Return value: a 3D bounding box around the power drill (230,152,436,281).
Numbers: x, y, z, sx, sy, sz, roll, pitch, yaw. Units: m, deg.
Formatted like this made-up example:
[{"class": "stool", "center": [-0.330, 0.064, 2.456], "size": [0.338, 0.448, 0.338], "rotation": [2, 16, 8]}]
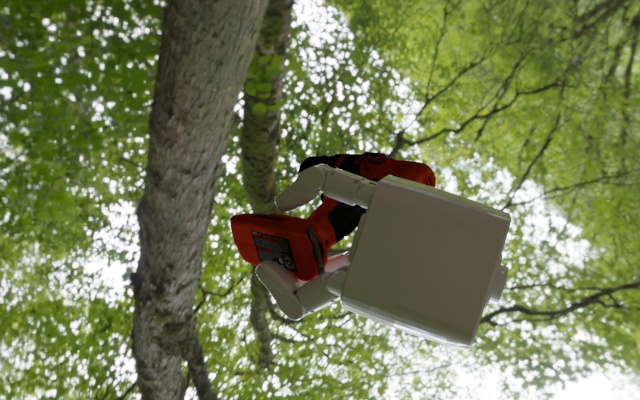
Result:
[{"class": "power drill", "center": [0.000, 0.002, 0.502], "size": [0.184, 0.057, 0.187], "rotation": [8, 33, 43]}]
